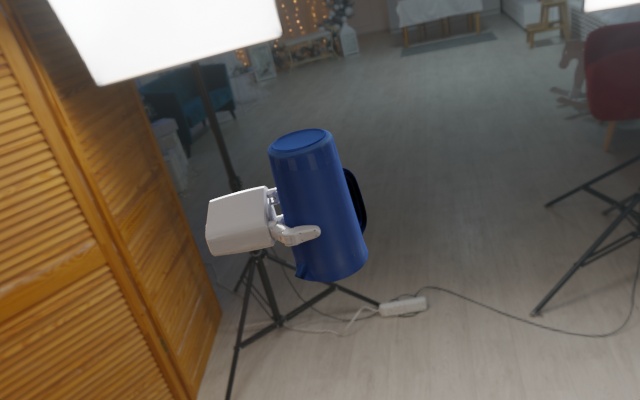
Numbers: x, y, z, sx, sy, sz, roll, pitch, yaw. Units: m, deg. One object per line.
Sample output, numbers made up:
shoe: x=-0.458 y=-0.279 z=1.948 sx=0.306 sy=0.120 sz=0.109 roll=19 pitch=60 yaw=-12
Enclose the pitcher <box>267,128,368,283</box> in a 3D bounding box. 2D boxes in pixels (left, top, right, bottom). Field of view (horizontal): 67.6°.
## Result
pitcher: x=0.000 y=0.003 z=0.815 sx=0.145 sy=0.243 sz=0.149 roll=-12 pitch=26 yaw=5
